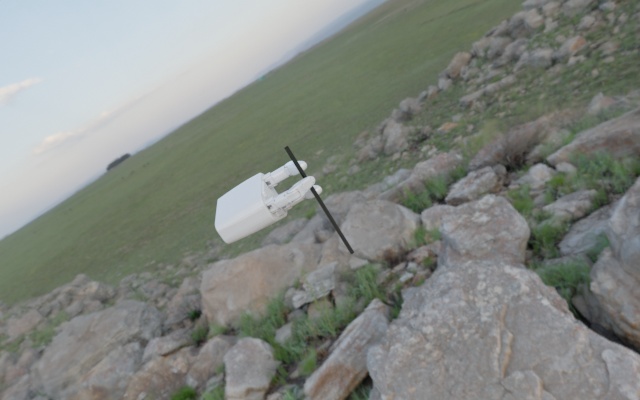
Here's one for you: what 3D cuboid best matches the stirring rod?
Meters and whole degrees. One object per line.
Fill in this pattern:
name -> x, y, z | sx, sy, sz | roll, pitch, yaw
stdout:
stirring rod -> 0.000, 0.003, 0.883 | 0.011, 0.239, 0.011 | -29, 17, 10
